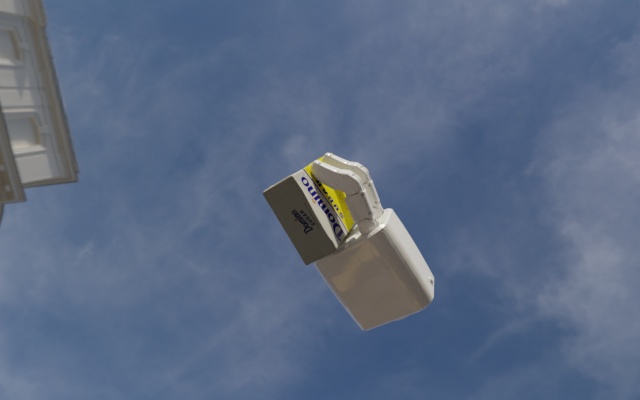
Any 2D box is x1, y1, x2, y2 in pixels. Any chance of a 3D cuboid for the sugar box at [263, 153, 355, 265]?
[{"bbox_3d":[0.001,0.002,0.572,0.048,0.093,0.176,-29,5,17],"label":"sugar box"}]
